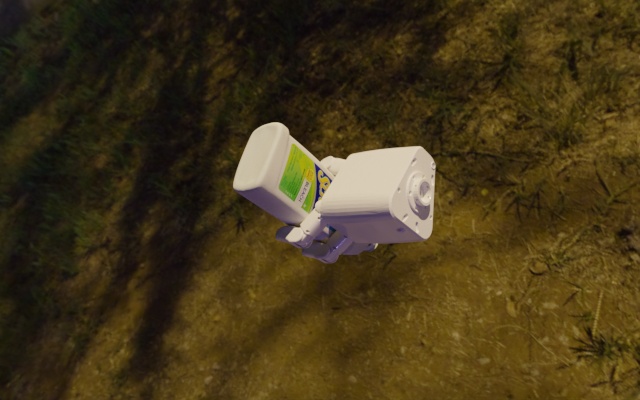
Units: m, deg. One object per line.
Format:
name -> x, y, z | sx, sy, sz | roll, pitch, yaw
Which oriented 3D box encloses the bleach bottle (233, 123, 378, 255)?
bleach bottle -> 0.000, 0.002, 0.664 | 0.068, 0.102, 0.251 | -4, -29, 45
